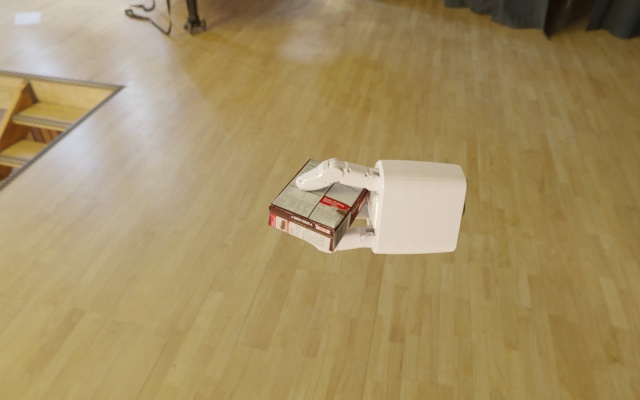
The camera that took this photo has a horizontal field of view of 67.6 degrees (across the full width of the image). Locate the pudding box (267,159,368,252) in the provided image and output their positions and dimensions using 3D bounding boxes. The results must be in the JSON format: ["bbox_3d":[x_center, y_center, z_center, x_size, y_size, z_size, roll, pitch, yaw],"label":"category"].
[{"bbox_3d":[0.000,0.002,0.596,0.090,0.039,0.113,21,41,16],"label":"pudding box"}]
